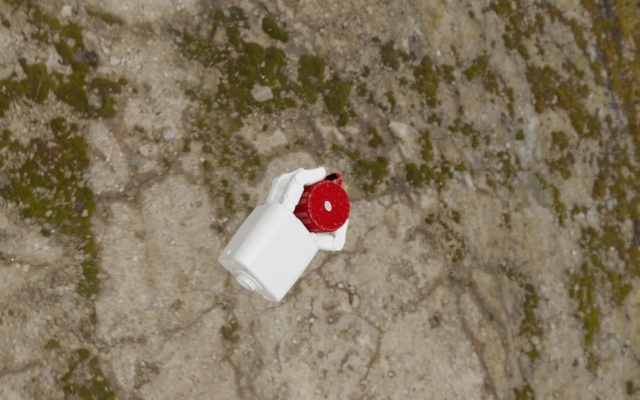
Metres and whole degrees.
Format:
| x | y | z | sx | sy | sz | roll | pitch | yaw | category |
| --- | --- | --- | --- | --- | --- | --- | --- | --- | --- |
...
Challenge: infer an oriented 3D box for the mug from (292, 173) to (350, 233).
| x | y | z | sx | sy | sz | roll | pitch | yaw | category |
| --- | --- | --- | --- | --- | --- | --- | --- | --- | --- |
| 0.001 | 0.001 | 0.773 | 0.093 | 0.117 | 0.081 | 44 | -25 | -21 | mug |
